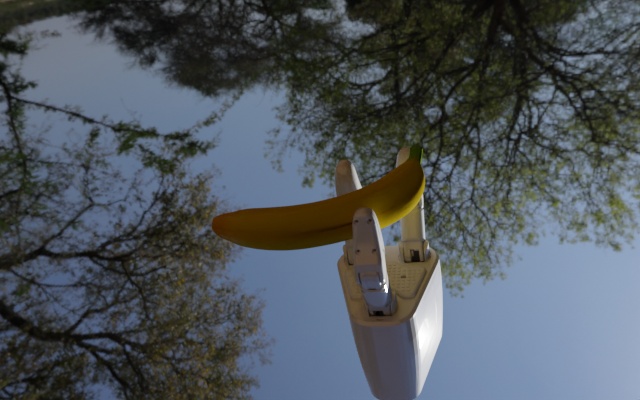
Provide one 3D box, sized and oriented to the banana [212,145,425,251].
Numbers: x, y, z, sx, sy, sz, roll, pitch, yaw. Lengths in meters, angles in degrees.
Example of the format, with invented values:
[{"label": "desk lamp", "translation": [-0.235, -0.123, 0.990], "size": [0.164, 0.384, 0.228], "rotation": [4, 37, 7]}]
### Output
[{"label": "banana", "translation": [0.008, 0.009, 0.398], "size": [0.198, 0.037, 0.069], "rotation": [-18, 30, -7]}]
